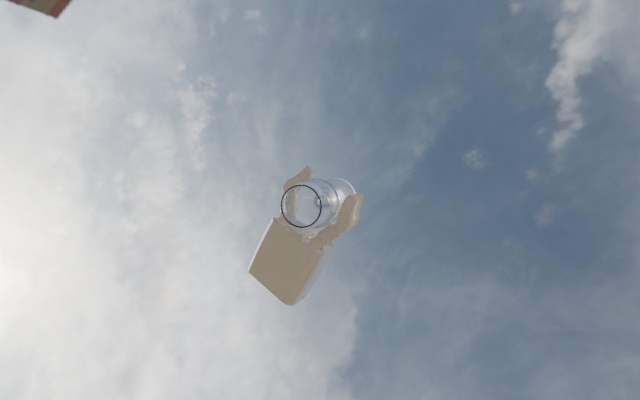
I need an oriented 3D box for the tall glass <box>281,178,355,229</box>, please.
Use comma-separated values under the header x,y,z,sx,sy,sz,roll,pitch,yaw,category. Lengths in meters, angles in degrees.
x,y,z,sx,sy,sz,roll,pitch,yaw,category
0.000,0.002,0.771,0.079,0.079,0.201,0,3,16,tall glass
